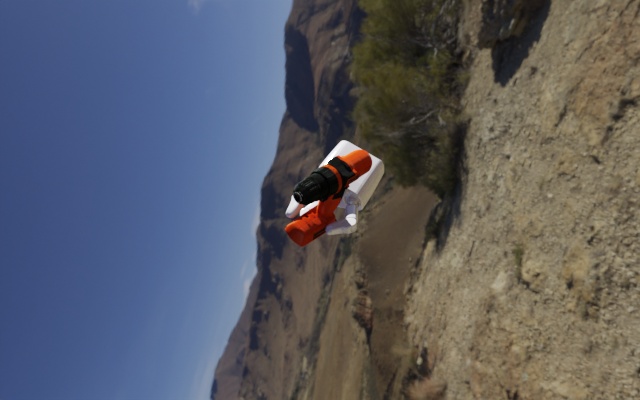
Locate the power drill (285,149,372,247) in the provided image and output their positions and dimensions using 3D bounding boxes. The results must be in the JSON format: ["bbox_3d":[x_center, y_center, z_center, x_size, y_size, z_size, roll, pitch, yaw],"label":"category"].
[{"bbox_3d":[0.000,0.003,0.855,0.184,0.057,0.188,-29,-21,-40],"label":"power drill"}]
